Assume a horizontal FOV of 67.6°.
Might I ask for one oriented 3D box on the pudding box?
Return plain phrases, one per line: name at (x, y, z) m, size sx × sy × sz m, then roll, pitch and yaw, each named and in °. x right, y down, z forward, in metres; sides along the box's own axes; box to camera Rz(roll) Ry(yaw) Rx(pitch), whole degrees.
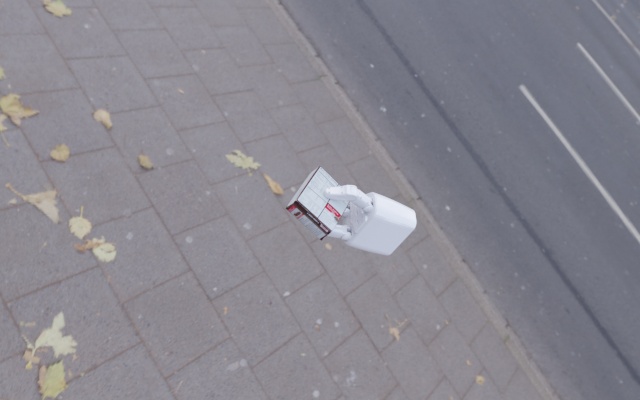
pudding box at (0.000, 0.003, 0.874) m, size 0.039 × 0.090 × 0.113 m, roll -39°, pitch 12°, yaw 42°
